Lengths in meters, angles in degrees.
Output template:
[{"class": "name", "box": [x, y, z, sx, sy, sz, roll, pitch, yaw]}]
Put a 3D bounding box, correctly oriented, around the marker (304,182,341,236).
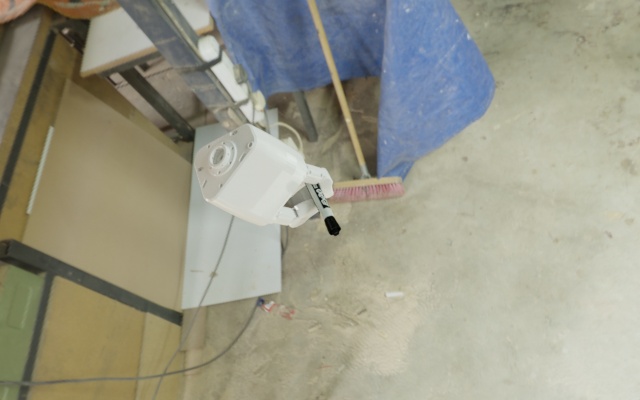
[{"class": "marker", "box": [0.000, 0.002, 0.696, 0.020, 0.121, 0.020, -17, -35, -13]}]
